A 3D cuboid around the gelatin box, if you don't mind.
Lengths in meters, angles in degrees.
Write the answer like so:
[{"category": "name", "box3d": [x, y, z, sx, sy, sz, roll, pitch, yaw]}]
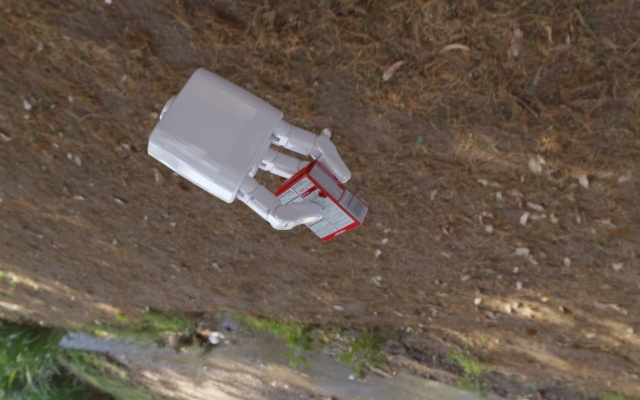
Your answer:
[{"category": "gelatin box", "box3d": [0.000, 0.002, 0.556, 0.089, 0.030, 0.073, 42, -39, -13]}]
